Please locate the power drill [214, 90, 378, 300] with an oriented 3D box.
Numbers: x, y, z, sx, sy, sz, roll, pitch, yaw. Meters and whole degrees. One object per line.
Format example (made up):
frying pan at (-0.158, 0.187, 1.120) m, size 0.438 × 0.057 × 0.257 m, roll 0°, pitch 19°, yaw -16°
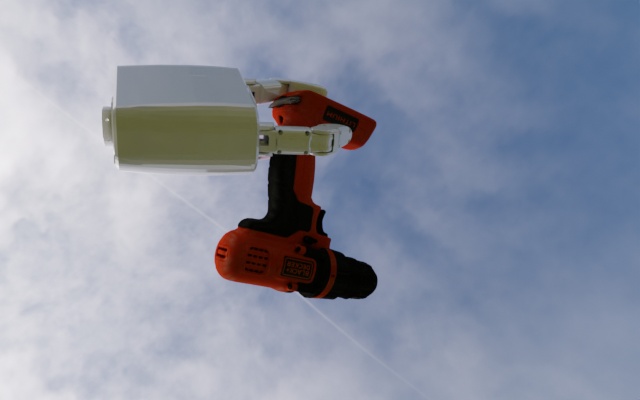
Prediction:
power drill at (0.000, 0.001, 0.469) m, size 0.184 × 0.187 × 0.057 m, roll 17°, pitch -10°, yaw -38°
